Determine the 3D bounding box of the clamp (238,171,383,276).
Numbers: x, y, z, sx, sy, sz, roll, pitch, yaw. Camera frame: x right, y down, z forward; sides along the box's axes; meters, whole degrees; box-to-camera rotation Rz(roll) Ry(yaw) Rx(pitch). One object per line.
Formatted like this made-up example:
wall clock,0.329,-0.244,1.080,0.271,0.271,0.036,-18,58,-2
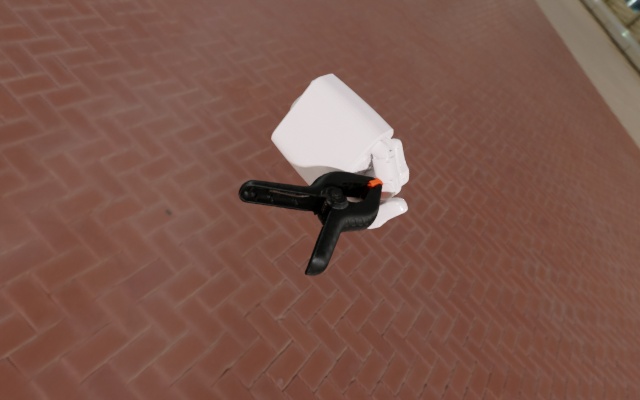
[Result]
clamp,0.001,0.001,0.506,0.171,0.120,0.039,-30,-19,-50
